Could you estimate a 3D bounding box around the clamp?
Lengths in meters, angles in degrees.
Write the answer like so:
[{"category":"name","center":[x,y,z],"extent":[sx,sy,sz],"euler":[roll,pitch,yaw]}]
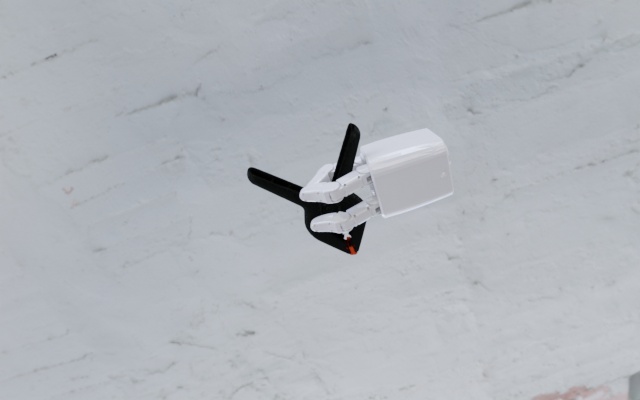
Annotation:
[{"category":"clamp","center":[0.000,0.002,0.693],"extent":[0.164,0.210,0.036],"euler":[-16,35,6]}]
